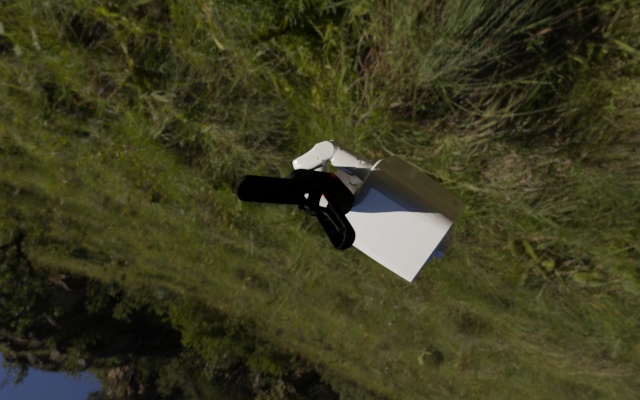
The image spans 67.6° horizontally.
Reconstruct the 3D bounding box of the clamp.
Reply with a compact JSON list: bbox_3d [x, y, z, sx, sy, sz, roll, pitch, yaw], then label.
[{"bbox_3d":[0.000,0.002,0.496,0.120,0.039,0.171,35,21,13],"label":"clamp"}]
